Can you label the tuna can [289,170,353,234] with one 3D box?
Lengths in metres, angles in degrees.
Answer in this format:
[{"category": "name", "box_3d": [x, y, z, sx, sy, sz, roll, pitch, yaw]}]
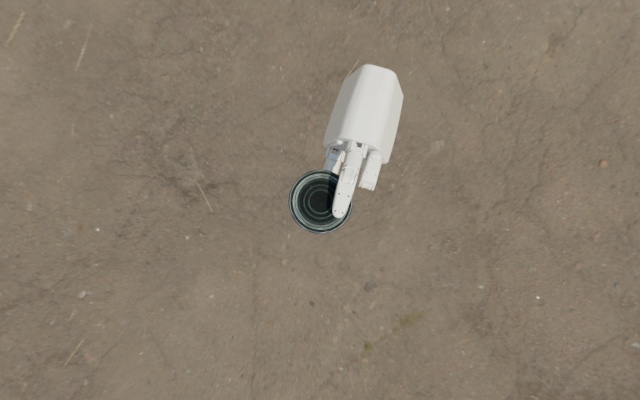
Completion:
[{"category": "tuna can", "box_3d": [0.000, 0.002, 0.637, 0.086, 0.086, 0.034, 0, -2, -1]}]
